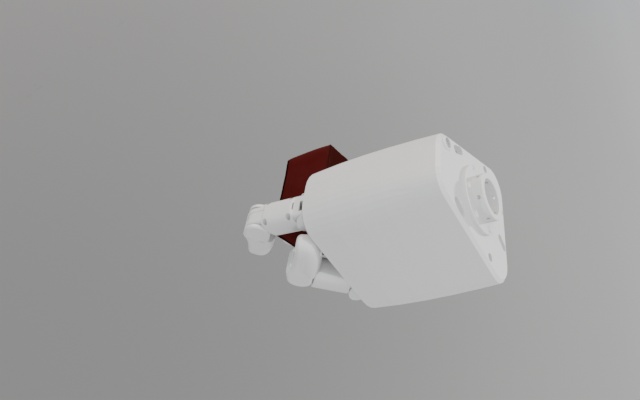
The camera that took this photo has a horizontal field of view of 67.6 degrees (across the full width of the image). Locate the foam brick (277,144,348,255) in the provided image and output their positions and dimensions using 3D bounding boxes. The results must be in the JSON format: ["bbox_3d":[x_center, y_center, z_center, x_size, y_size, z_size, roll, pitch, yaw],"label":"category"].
[{"bbox_3d":[0.000,0.001,0.413,0.051,0.078,0.053,-19,-42,36],"label":"foam brick"}]
